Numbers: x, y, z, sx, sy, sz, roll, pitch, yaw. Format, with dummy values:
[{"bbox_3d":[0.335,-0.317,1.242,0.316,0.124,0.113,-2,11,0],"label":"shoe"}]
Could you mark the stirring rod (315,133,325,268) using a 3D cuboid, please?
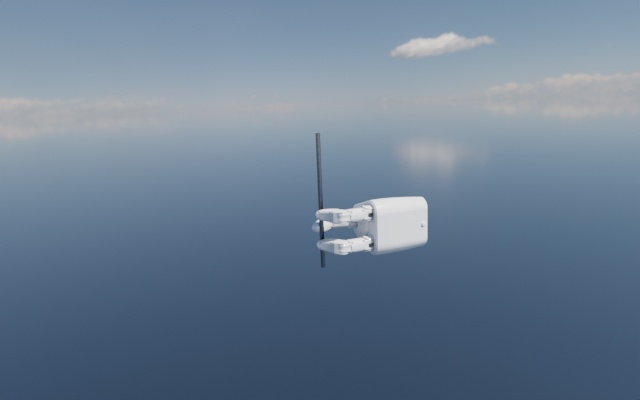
[{"bbox_3d":[0.000,0.003,0.841,0.011,0.239,0.011,-2,11,0],"label":"stirring rod"}]
